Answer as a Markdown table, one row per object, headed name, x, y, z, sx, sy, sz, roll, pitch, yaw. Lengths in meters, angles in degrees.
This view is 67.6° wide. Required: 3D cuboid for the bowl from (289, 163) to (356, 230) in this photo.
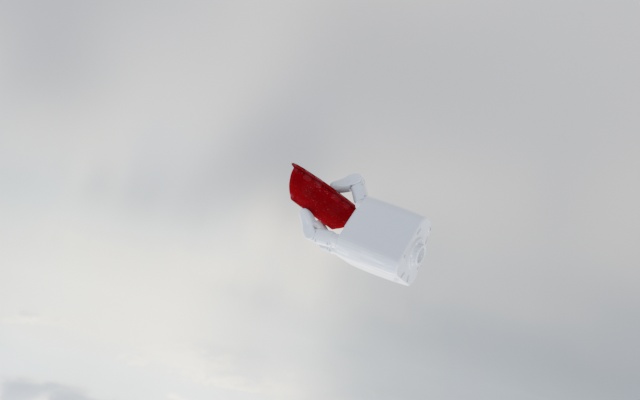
| name | x | y | z | sx | sy | sz | roll | pitch | yaw |
| --- | --- | --- | --- | --- | --- | --- | --- | --- | --- |
| bowl | -0.001 | 0.003 | 0.836 | 0.162 | 0.055 | 0.162 | 36 | -2 | 2 |
